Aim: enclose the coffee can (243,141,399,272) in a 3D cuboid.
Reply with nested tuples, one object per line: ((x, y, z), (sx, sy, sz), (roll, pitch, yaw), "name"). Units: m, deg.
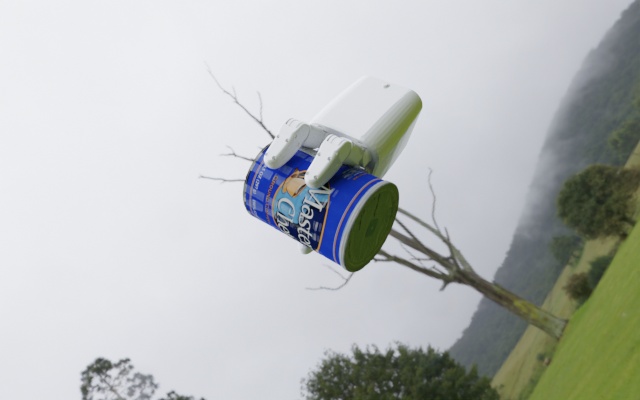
((0.000, 0.002, 0.527), (0.140, 0.103, 0.103), (27, 13, 28), "coffee can")
